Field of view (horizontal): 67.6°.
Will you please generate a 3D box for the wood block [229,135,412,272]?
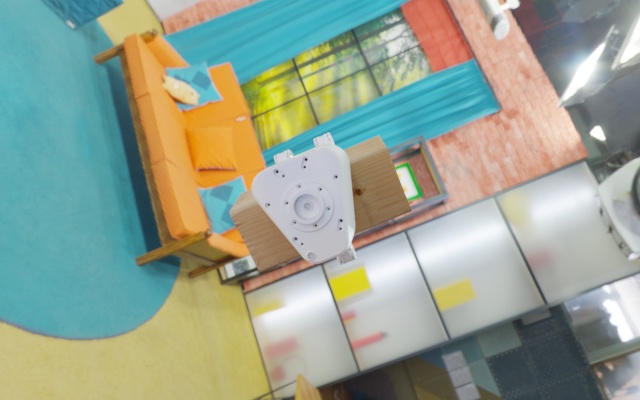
[{"bbox_3d":[0.000,0.002,0.621,0.206,0.091,0.090,-22,15,7],"label":"wood block"}]
